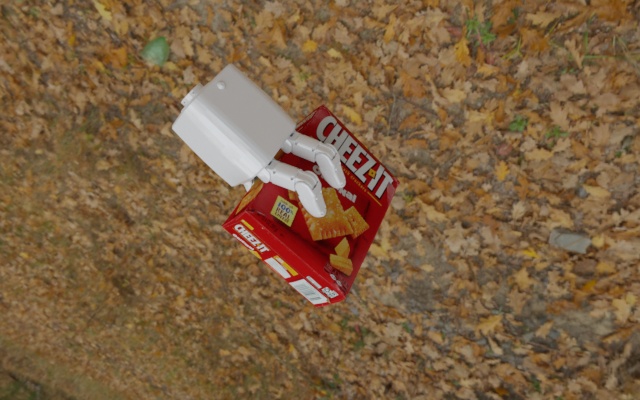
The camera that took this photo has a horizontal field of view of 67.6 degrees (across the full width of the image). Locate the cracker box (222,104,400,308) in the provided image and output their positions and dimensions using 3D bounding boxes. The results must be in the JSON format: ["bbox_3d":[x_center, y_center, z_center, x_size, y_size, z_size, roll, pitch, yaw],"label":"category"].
[{"bbox_3d":[0.000,0.002,0.622,0.164,0.213,0.072,44,-39,-16],"label":"cracker box"}]
